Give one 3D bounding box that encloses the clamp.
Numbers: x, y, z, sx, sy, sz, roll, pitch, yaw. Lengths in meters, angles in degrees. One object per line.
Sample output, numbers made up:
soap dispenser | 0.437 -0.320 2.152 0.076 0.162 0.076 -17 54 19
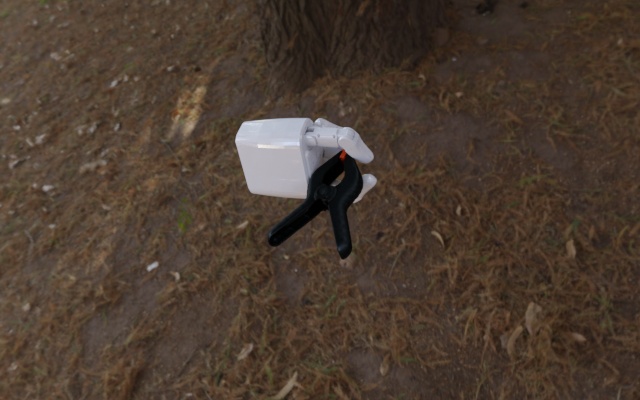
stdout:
clamp | 0.000 0.002 0.643 0.120 0.171 0.039 3 -39 20
